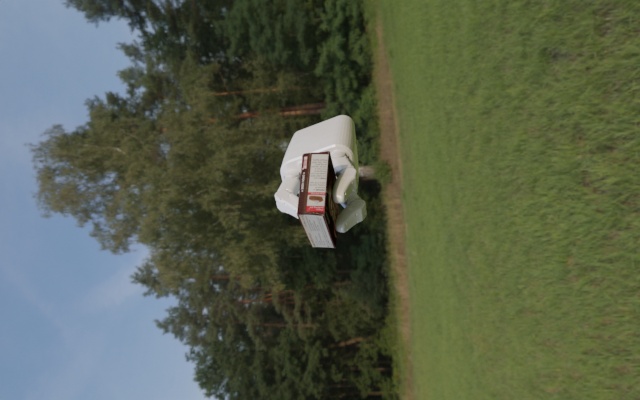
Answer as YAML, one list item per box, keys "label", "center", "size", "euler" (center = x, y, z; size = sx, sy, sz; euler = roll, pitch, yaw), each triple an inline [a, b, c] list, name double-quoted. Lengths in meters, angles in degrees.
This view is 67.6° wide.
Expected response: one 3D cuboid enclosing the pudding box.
- label: "pudding box"
  center: [0.000, 0.002, 0.626]
  size: [0.039, 0.090, 0.113]
  euler: [-2, -26, 11]
